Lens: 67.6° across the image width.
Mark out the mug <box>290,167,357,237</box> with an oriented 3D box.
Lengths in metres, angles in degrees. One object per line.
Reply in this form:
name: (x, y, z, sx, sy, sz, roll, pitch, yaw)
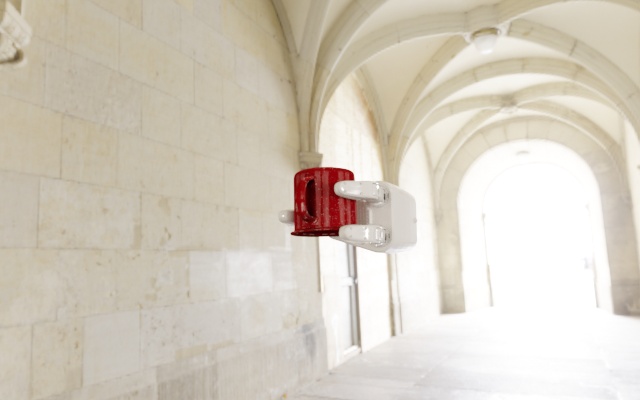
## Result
mug: (-0.001, 0.002, 0.614, 0.093, 0.081, 0.117, -7, -10, 29)
